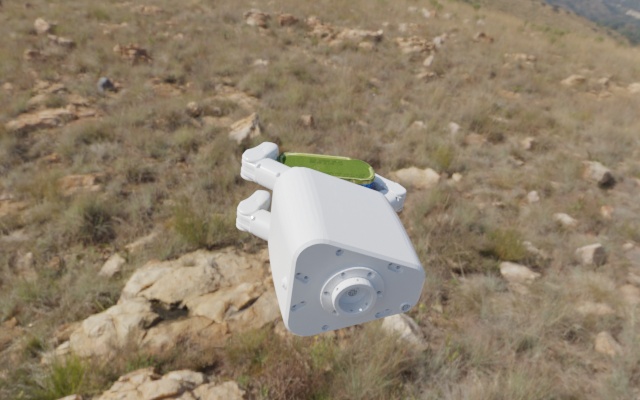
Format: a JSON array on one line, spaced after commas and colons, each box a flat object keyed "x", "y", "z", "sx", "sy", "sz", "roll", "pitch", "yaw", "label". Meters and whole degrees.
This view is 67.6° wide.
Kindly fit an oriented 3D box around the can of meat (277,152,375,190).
[{"x": 0.000, "y": 0.001, "z": 0.485, "sx": 0.102, "sy": 0.084, "sz": 0.057, "roll": 4, "pitch": 30, "yaw": -10, "label": "can of meat"}]
